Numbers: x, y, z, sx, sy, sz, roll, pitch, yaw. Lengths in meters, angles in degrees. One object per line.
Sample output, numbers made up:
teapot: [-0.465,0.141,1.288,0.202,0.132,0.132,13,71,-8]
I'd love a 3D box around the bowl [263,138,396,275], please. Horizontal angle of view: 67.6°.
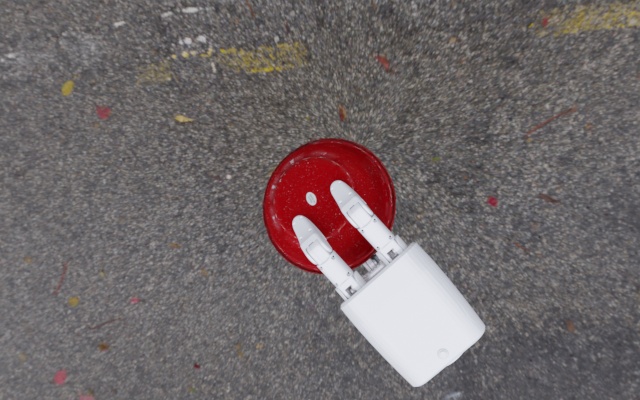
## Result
bowl: [-0.001,0.001,0.534,0.162,0.162,0.055,0,-8,17]
